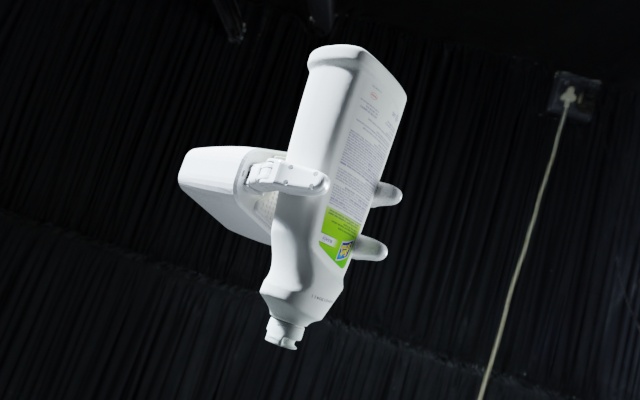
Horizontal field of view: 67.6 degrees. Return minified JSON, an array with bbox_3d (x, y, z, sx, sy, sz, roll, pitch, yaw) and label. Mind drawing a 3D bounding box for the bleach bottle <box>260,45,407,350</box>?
[{"bbox_3d":[0.000,0.001,0.418,0.068,0.251,0.102,10,-13,42],"label":"bleach bottle"}]
